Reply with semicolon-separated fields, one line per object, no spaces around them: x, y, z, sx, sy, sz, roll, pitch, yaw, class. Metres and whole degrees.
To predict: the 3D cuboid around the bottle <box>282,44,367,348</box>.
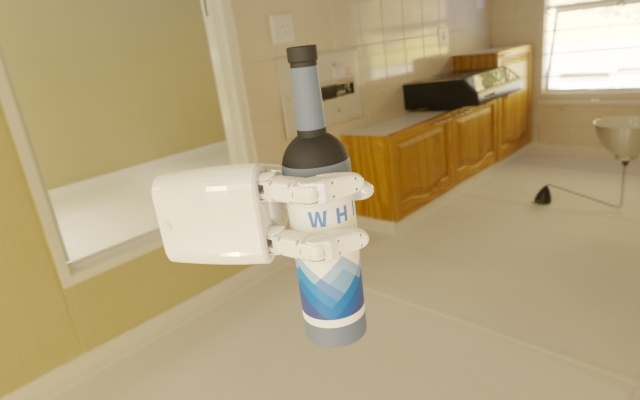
0.000;0.002;0.470;0.069;0.296;0.069;-6;19;2;bottle
